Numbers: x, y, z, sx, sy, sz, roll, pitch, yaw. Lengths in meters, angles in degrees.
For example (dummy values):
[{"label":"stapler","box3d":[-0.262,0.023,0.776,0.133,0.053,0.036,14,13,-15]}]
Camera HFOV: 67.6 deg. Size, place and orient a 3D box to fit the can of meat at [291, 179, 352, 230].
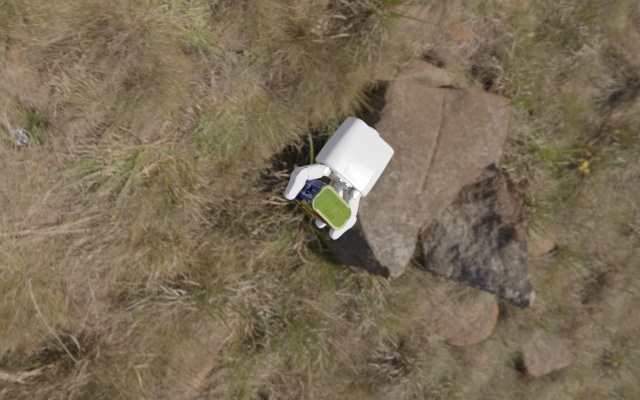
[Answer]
[{"label":"can of meat","box3d":[0.000,0.003,0.882,0.084,0.057,0.102,27,-15,51]}]
